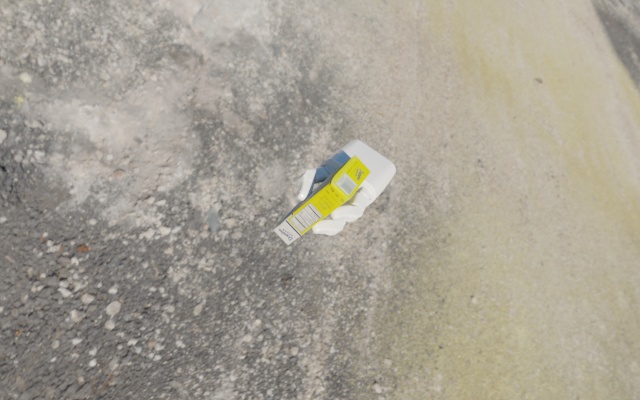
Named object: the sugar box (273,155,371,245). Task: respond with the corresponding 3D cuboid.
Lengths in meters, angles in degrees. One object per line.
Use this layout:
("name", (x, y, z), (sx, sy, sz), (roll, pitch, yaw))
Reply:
("sugar box", (0.001, 0.003, 0.808), (0.176, 0.048, 0.093), (-42, 4, 44))
